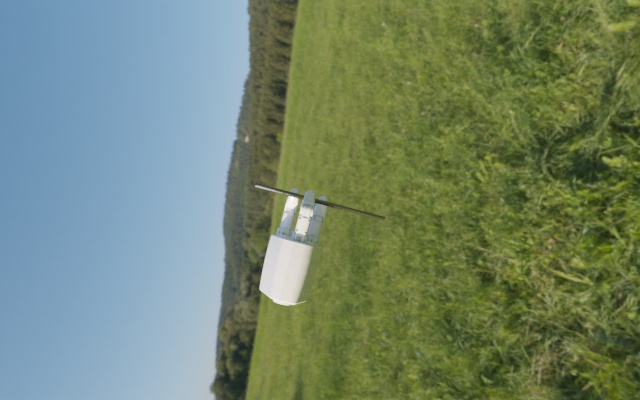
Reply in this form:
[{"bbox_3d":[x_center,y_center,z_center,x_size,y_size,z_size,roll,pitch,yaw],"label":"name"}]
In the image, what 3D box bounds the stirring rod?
[{"bbox_3d":[0.000,0.003,0.858,0.239,0.011,0.011,15,-1,-3],"label":"stirring rod"}]
